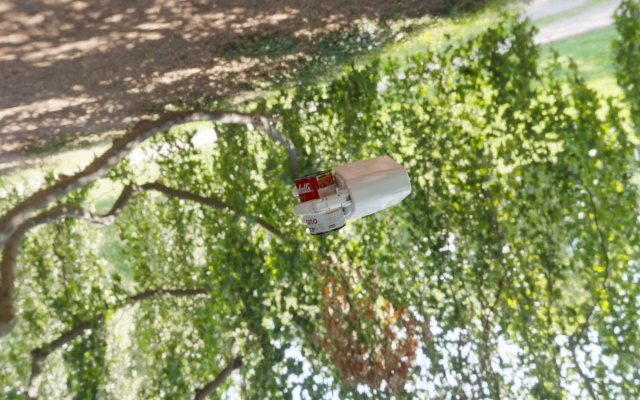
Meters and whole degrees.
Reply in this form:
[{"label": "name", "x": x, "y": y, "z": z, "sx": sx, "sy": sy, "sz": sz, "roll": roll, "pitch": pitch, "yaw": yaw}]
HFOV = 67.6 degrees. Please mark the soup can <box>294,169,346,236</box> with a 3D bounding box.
[{"label": "soup can", "x": 0.000, "y": 0.003, "z": 0.829, "sx": 0.068, "sy": 0.102, "sz": 0.068, "roll": -16, "pitch": 6, "yaw": 2}]
